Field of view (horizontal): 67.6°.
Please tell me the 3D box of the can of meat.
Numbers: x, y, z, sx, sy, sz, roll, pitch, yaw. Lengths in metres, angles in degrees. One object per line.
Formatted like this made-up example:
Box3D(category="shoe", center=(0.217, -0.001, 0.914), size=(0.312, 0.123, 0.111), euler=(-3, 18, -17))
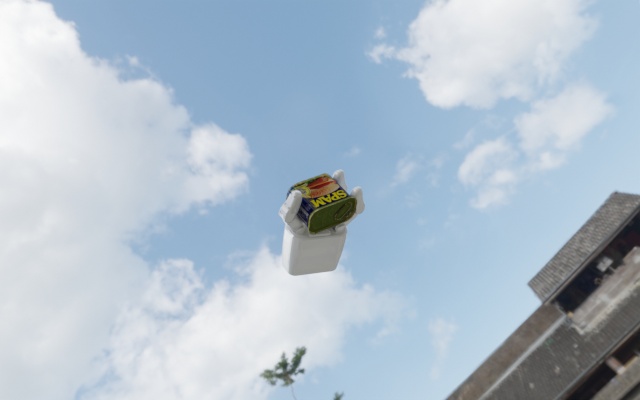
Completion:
Box3D(category="can of meat", center=(0.000, 0.003, 0.861), size=(0.102, 0.057, 0.084), euler=(-20, 48, -28))
